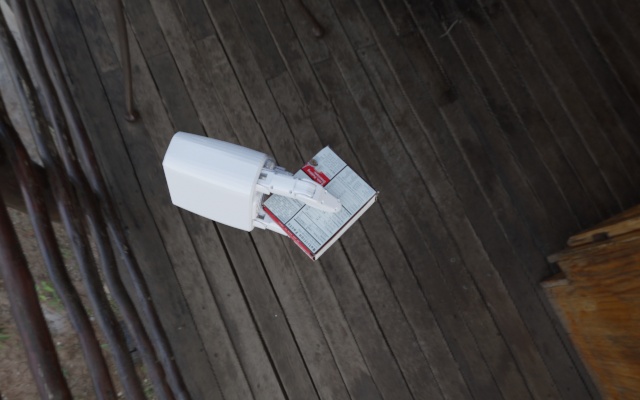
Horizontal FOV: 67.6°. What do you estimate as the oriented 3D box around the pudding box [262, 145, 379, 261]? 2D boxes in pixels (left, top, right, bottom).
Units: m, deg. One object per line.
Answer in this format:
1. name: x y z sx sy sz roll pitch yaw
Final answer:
1. pudding box: 0.000 0.002 0.574 0.113 0.090 0.039 -44 -10 -11
